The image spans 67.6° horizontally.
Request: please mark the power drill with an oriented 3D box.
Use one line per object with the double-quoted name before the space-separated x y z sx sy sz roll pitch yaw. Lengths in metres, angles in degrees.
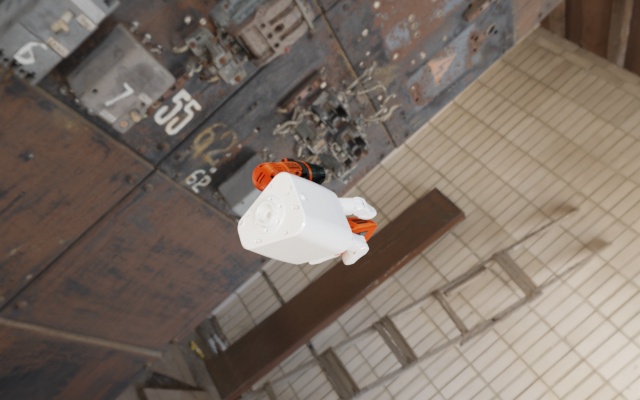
"power drill" 0.000 0.003 0.779 0.187 0.057 0.184 41 24 21
